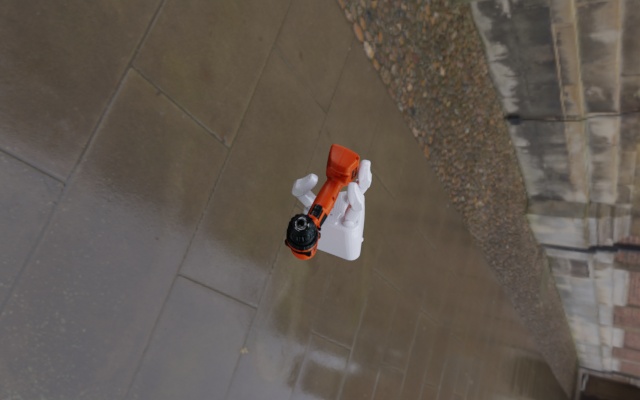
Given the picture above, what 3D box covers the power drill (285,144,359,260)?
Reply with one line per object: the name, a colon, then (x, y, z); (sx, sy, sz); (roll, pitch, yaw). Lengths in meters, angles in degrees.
power drill: (0.000, 0.002, 0.796); (0.057, 0.187, 0.184); (28, -16, 6)
